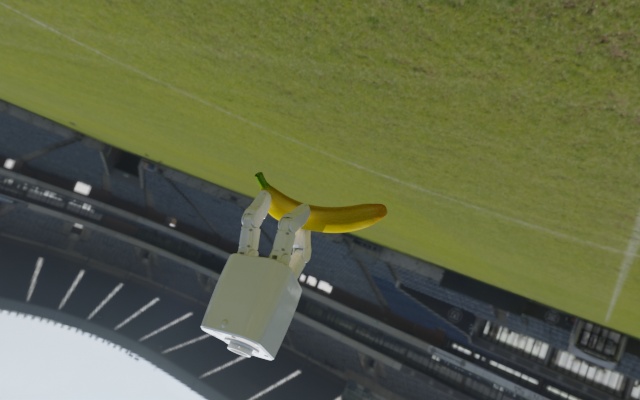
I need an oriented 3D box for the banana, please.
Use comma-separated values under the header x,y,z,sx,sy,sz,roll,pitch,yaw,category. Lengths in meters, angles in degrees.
x,y,z,sx,sy,sz,roll,pitch,yaw,category
-0.005,0.015,0.692,0.198,0.070,0.037,14,41,6,banana
